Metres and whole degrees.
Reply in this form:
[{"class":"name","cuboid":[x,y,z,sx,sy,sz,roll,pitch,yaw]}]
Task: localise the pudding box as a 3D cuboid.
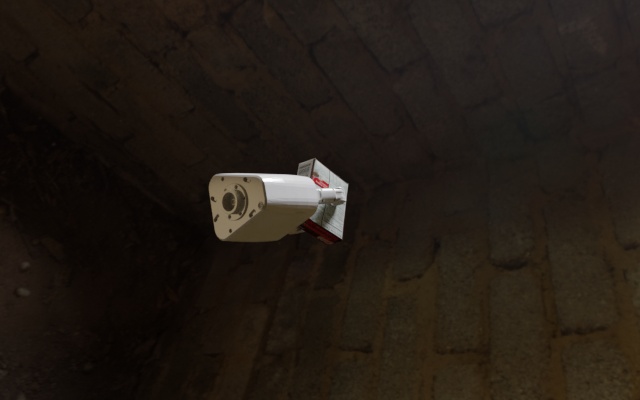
[{"class":"pudding box","cuboid":[0.000,0.002,0.761,0.039,0.113,0.090,-18,-40,38]}]
